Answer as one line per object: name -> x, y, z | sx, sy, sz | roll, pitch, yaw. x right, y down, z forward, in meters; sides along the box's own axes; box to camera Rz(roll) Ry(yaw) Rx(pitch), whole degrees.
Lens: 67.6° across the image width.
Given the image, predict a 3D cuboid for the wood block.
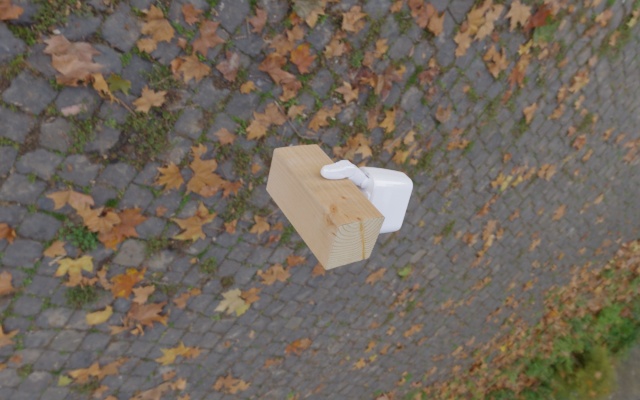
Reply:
wood block -> 0.001, 0.002, 0.783 | 0.090, 0.091, 0.206 | -10, 43, -33
